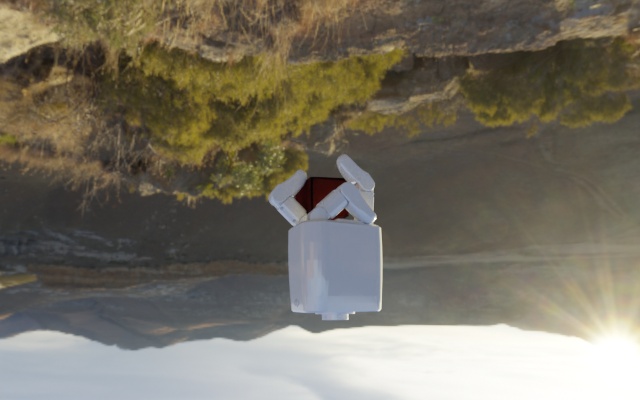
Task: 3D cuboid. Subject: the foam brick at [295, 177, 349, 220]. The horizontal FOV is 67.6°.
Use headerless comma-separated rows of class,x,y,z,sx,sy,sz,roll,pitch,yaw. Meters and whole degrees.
foam brick,0.000,0.002,0.648,0.053,0.051,0.078,1,-12,-17
